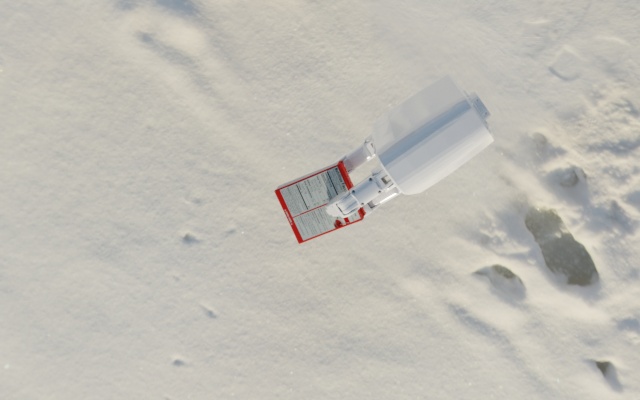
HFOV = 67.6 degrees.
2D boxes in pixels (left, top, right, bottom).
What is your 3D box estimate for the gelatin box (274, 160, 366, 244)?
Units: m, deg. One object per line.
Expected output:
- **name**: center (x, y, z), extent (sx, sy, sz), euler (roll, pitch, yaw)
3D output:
- **gelatin box**: center (0.000, 0.002, 0.574), extent (0.089, 0.073, 0.030), euler (-22, 11, 14)
